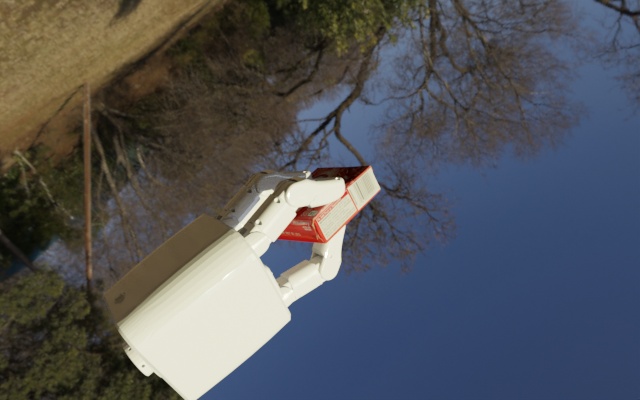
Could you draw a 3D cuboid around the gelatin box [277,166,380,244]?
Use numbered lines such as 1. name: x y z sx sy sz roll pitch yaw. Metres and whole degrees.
1. gelatin box: 0.000 0.002 0.444 0.073 0.030 0.089 2 35 47
